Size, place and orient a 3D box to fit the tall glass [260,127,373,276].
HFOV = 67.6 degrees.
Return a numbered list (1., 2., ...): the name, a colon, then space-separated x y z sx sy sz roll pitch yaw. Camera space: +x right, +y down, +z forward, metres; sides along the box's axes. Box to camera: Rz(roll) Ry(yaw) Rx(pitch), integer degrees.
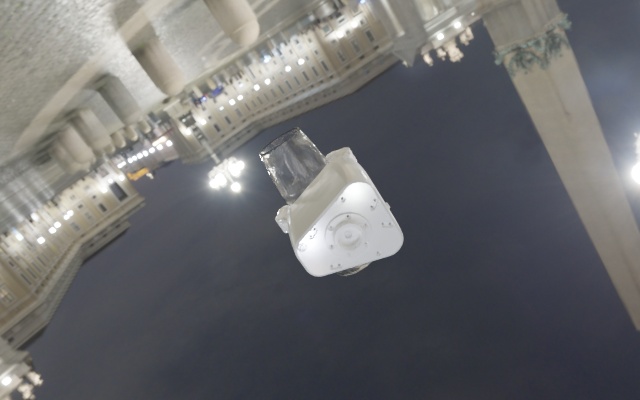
1. tall glass: 0.000 0.003 0.642 0.079 0.201 0.079 -31 17 11
